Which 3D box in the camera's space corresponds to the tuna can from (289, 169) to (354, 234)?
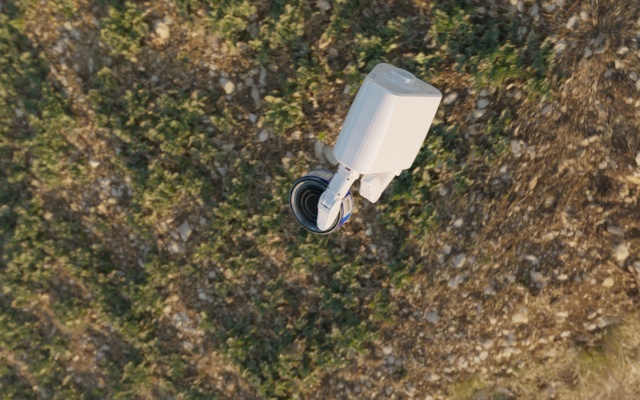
[{"bbox_3d":[0.000,0.002,0.651,0.086,0.086,0.033,0,22,34],"label":"tuna can"}]
